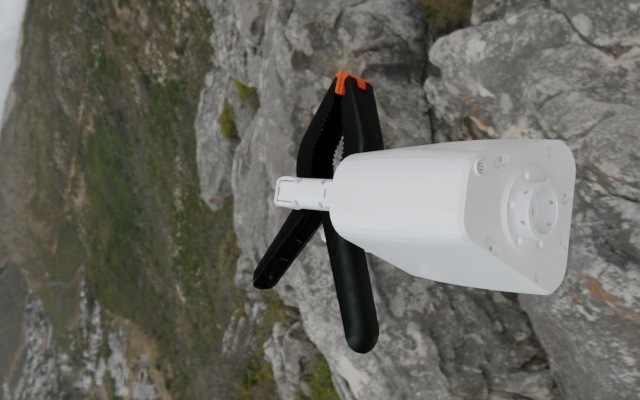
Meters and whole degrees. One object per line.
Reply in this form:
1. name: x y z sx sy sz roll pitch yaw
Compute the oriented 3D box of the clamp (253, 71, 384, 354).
1. clamp: 0.000 0.001 0.399 0.036 0.210 0.164 11 -5 -37
